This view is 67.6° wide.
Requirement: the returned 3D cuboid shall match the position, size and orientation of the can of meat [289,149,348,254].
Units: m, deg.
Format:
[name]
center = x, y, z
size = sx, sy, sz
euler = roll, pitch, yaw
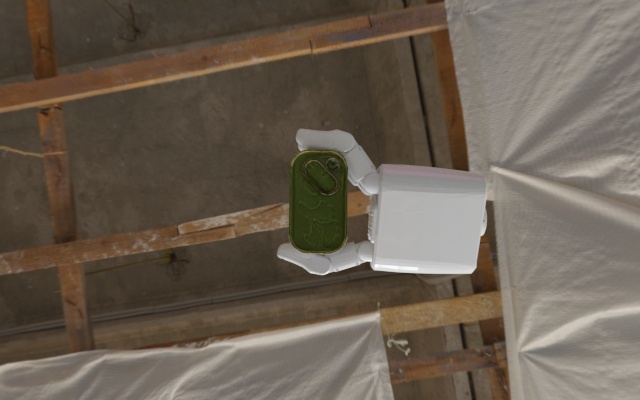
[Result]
[can of meat]
center = 0.000, 0.002, 0.504
size = 0.057, 0.102, 0.084
euler = 0, -1, 3
